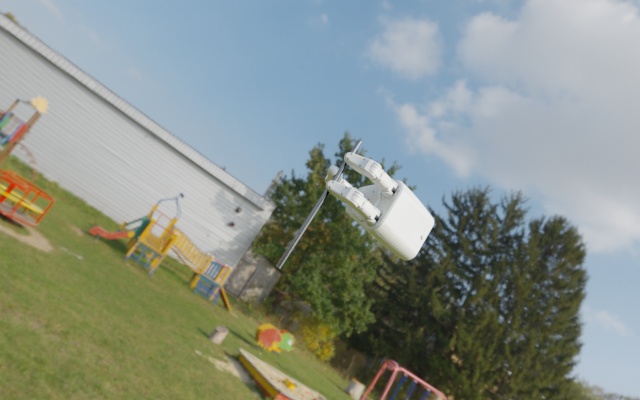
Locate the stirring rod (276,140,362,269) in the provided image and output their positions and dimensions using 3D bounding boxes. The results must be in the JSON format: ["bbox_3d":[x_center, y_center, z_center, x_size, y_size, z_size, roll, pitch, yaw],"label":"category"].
[{"bbox_3d":[0.000,0.003,0.742,0.011,0.239,0.011,31,-14,9],"label":"stirring rod"}]
